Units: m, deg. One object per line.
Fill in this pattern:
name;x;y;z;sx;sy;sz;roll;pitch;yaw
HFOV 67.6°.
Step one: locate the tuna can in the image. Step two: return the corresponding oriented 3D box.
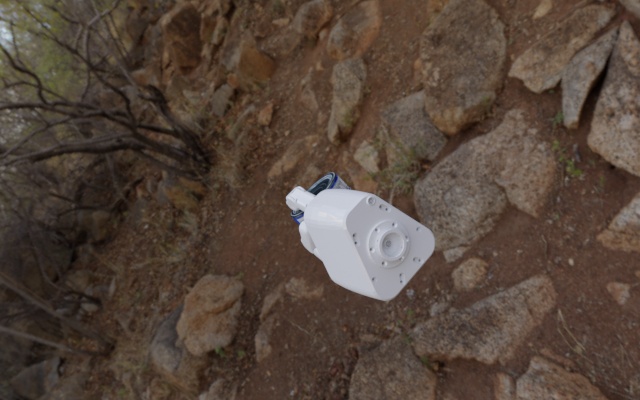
tuna can;0.000;0.002;0.653;0.034;0.086;0.086;45;-14;-14
